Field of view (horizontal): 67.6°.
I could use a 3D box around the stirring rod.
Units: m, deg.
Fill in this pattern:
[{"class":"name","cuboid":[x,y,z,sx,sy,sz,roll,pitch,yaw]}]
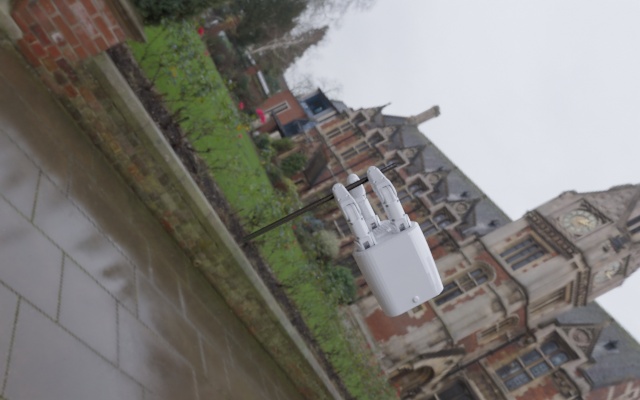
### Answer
[{"class":"stirring rod","cuboid":[0.000,0.002,0.678,0.239,0.011,0.011,-26,1,-3]}]
